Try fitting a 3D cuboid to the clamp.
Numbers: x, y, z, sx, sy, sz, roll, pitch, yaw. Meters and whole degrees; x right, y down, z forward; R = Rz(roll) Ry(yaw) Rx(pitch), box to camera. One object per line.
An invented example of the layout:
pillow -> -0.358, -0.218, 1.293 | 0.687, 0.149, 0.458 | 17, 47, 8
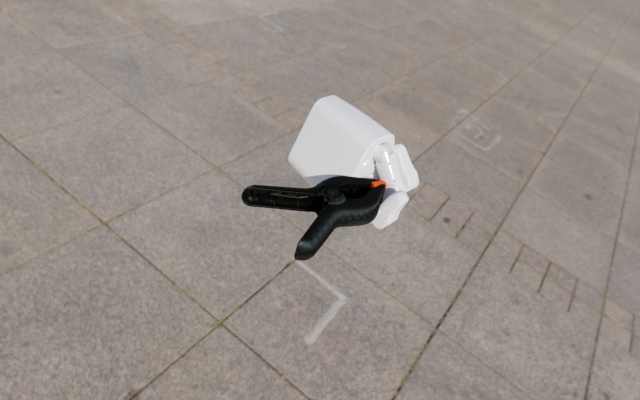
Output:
clamp -> 0.000, 0.001, 0.540 | 0.171, 0.039, 0.120 | -21, 51, -42
